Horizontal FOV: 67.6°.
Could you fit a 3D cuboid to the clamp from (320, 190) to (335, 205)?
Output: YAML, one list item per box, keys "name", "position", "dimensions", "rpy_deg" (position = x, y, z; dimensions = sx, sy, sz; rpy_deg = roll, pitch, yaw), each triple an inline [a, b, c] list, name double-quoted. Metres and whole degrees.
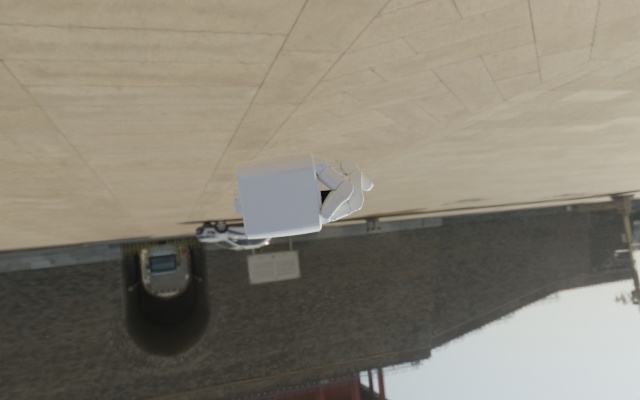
- name: "clamp"
  position: [0.000, 0.003, 0.779]
  dimensions: [0.120, 0.039, 0.171]
  rpy_deg: [-11, -5, -6]
